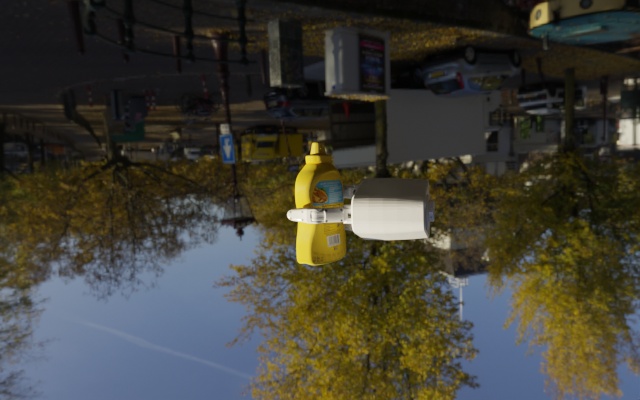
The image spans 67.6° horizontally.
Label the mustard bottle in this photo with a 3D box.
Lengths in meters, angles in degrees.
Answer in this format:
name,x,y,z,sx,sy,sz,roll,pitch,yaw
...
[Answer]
name,x,y,z,sx,sy,sz,roll,pitch,yaw
mustard bottle,0.000,0.003,0.771,0.058,0.191,0.096,2,6,41
